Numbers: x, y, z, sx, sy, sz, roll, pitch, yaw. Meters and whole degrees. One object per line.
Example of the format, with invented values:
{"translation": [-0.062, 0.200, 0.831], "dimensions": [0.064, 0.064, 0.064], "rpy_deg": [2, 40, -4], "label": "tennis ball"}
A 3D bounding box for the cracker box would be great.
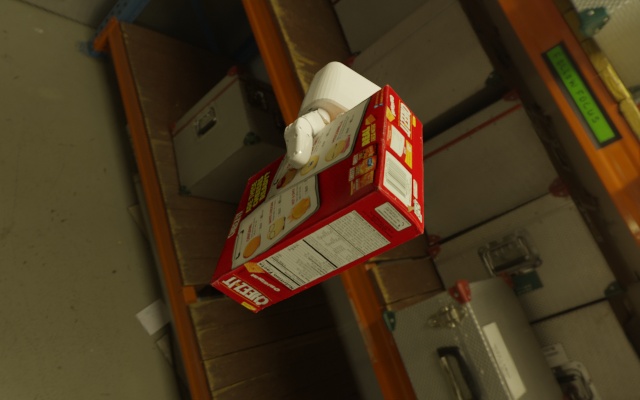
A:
{"translation": [0.000, 0.001, 0.484], "dimensions": [0.214, 0.164, 0.072], "rpy_deg": [-31, -60, 32], "label": "cracker box"}
